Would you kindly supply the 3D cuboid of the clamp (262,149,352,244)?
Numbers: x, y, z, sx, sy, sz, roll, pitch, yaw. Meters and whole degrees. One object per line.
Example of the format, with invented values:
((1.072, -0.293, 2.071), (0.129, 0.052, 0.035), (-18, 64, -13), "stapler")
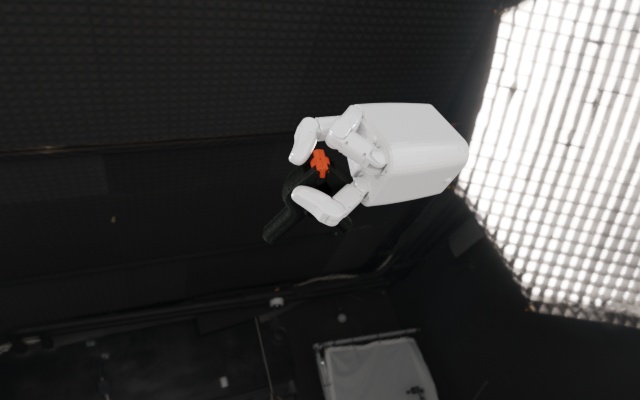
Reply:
((0.000, 0.001, 0.585), (0.120, 0.039, 0.172), (-8, -29, -23), "clamp")
